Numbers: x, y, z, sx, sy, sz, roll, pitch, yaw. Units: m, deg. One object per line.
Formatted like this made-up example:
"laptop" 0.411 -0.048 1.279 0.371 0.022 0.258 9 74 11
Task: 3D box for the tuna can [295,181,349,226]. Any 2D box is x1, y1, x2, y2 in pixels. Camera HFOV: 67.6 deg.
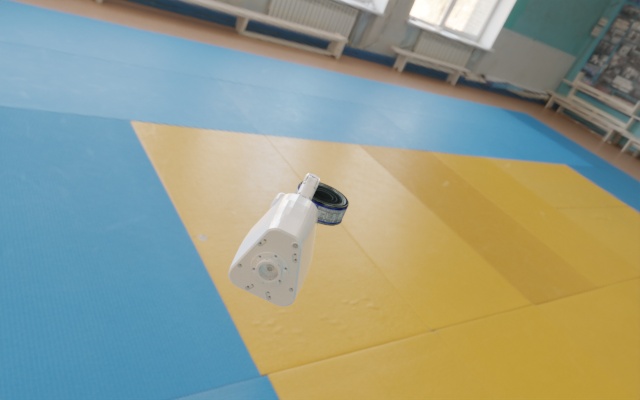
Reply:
"tuna can" 0.000 0.002 0.748 0.086 0.034 0.086 20 22 -8
